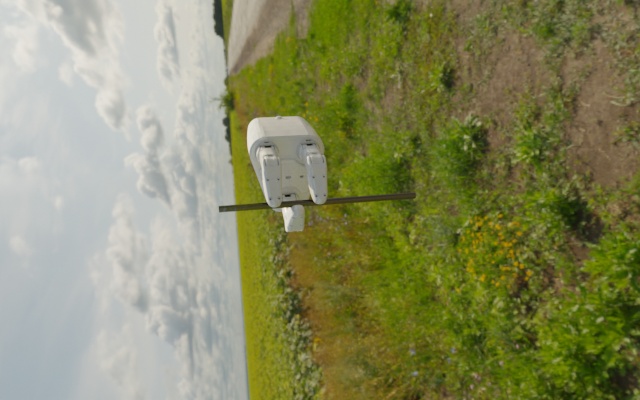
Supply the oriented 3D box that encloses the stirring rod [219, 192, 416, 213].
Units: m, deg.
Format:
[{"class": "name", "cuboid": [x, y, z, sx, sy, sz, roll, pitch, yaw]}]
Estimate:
[{"class": "stirring rod", "cuboid": [0.000, 0.002, 0.576, 0.239, 0.011, 0.011, -4, 1, -11]}]
